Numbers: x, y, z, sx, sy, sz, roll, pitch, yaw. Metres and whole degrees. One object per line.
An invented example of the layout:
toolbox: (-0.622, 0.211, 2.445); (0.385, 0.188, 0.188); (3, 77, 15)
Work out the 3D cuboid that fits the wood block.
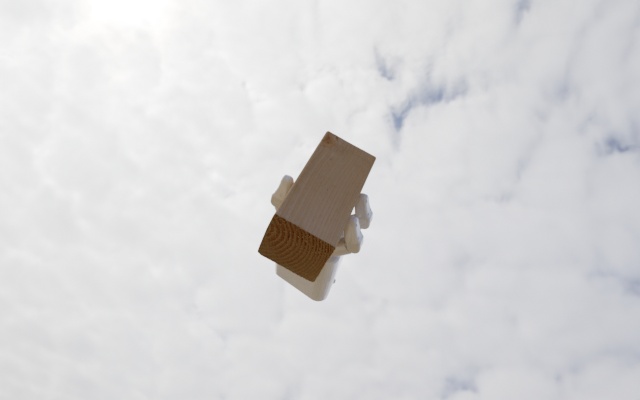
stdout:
wood block: (0.000, 0.002, 0.696); (0.091, 0.090, 0.206); (28, 44, 0)
